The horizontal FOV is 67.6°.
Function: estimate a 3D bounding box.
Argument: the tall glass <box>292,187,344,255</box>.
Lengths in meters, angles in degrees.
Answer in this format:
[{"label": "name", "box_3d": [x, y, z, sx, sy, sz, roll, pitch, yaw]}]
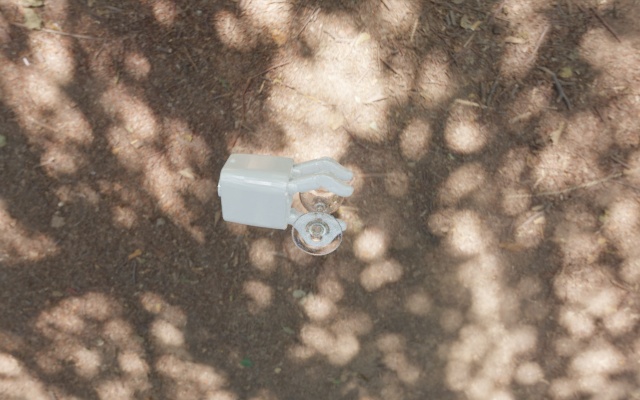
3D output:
[{"label": "tall glass", "box_3d": [0.000, 0.003, 0.777, 0.079, 0.079, 0.201, 0, 27, 4]}]
